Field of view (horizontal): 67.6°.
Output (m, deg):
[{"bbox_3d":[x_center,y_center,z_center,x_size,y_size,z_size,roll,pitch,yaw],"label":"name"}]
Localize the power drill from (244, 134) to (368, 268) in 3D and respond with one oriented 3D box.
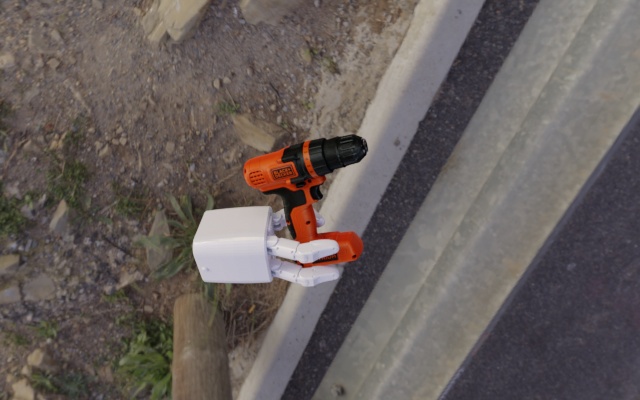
[{"bbox_3d":[0.000,0.003,0.695,0.184,0.188,0.057,-11,24,22],"label":"power drill"}]
